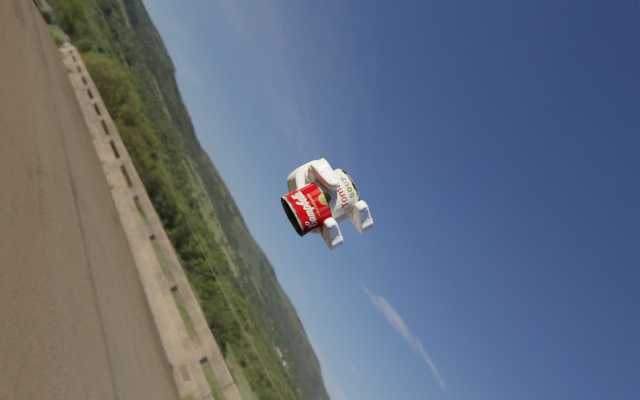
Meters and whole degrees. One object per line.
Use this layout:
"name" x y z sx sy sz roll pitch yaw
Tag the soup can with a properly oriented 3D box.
"soup can" 0.000 0.002 0.727 0.102 0.068 0.068 -27 7 -14
